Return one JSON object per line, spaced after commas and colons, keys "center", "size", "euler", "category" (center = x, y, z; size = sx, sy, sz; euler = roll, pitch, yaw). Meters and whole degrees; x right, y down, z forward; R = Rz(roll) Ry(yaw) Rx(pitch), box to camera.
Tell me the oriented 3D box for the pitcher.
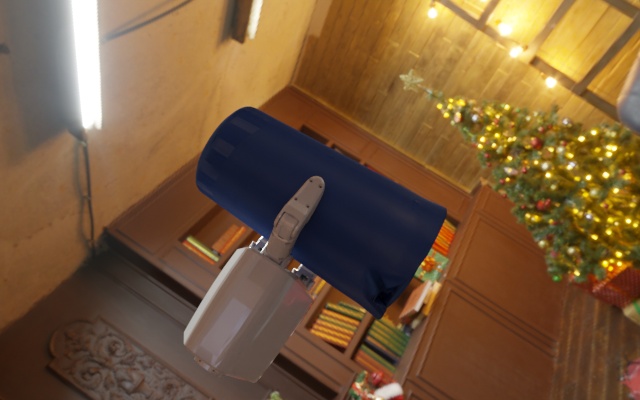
{"center": [0.000, 0.002, 0.510], "size": [0.243, 0.145, 0.149], "euler": [32, -15, 6], "category": "pitcher"}
